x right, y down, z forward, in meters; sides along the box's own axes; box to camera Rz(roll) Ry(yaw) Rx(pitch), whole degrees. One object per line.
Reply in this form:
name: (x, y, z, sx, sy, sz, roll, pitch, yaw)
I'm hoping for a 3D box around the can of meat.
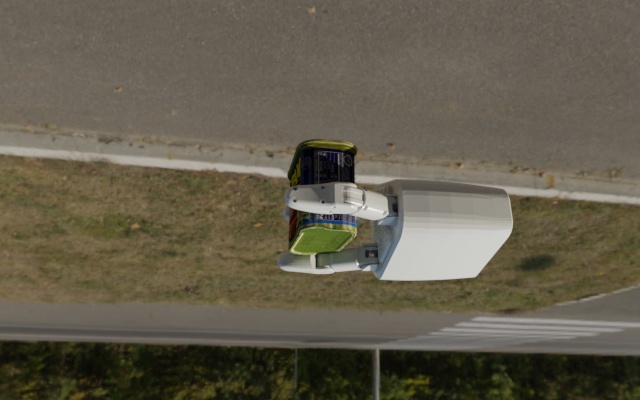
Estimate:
can of meat: (0.000, 0.002, 0.460, 0.057, 0.084, 0.102, 3, -20, -11)
